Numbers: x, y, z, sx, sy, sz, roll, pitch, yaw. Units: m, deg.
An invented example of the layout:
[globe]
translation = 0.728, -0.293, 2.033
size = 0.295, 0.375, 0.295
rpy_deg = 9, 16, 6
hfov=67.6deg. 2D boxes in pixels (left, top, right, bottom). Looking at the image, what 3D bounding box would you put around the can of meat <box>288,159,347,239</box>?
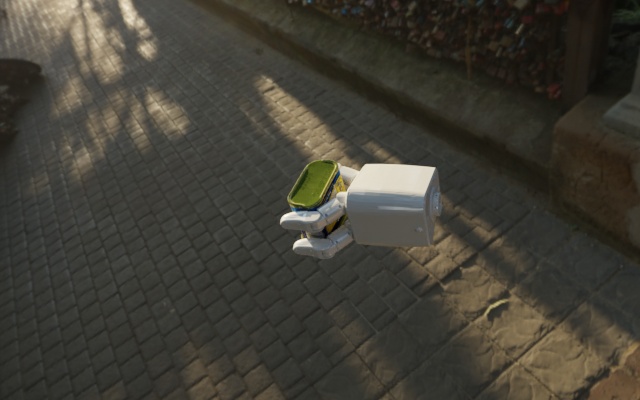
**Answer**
[can of meat]
translation = 0.000, 0.002, 0.698
size = 0.057, 0.102, 0.084
rpy_deg = 6, -42, 25
